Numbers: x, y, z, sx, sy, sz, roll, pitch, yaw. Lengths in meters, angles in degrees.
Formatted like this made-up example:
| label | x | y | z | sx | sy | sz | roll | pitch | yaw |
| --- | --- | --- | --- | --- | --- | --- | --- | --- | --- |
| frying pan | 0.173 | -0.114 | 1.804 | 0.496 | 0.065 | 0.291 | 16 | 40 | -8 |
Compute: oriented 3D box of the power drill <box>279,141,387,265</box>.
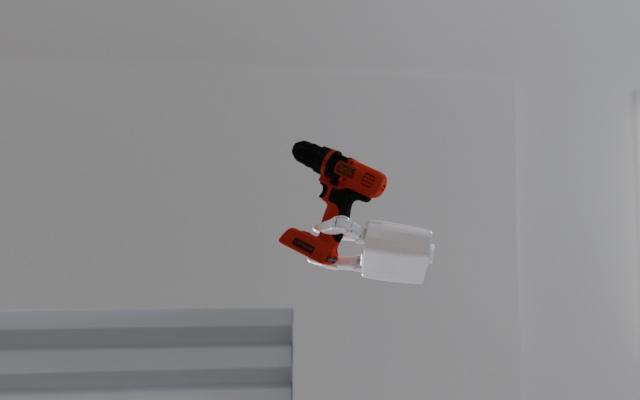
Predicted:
| label | x | y | z | sx | sy | sz | roll | pitch | yaw |
| --- | --- | --- | --- | --- | --- | --- | --- | --- | --- |
| power drill | 0.000 | 0.003 | 0.829 | 0.184 | 0.187 | 0.057 | 26 | 3 | 24 |
